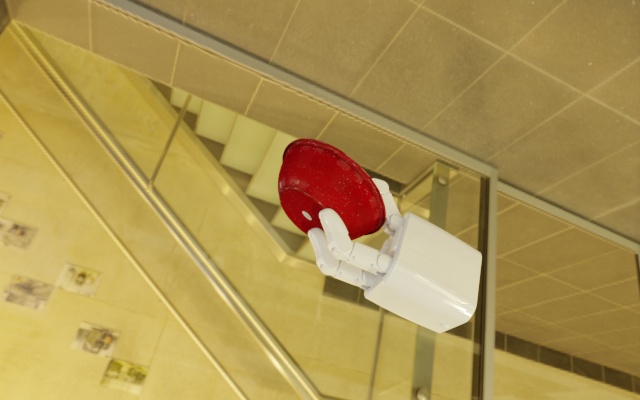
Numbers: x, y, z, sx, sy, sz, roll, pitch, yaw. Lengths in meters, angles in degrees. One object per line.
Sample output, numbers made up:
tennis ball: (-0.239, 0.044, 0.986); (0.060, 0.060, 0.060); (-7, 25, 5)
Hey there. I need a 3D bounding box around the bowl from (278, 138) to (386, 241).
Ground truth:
bowl: (-0.001, 0.002, 0.605); (0.162, 0.162, 0.055); (0, 40, 51)
